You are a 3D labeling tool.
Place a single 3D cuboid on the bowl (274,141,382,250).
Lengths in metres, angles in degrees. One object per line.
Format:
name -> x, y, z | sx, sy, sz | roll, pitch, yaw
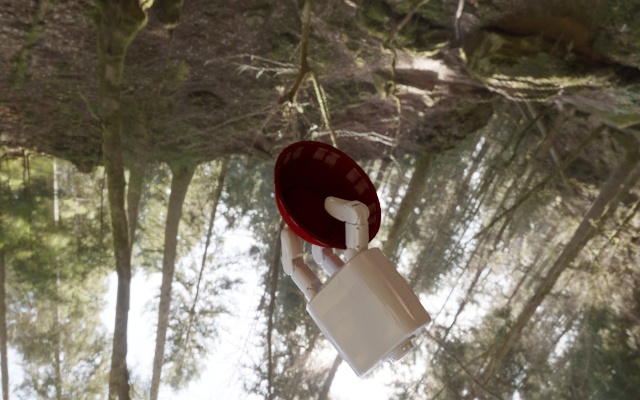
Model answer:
bowl -> 0.000, 0.001, 0.625 | 0.162, 0.162, 0.055 | 0, -30, -37
